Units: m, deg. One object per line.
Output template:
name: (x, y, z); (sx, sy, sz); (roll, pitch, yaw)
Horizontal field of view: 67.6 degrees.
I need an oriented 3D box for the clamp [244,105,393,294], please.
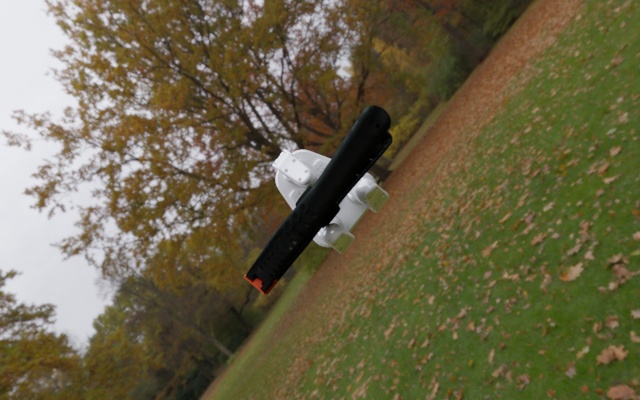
clamp: (-0.001, 0.001, 0.446); (0.036, 0.210, 0.164); (39, 0, 7)
